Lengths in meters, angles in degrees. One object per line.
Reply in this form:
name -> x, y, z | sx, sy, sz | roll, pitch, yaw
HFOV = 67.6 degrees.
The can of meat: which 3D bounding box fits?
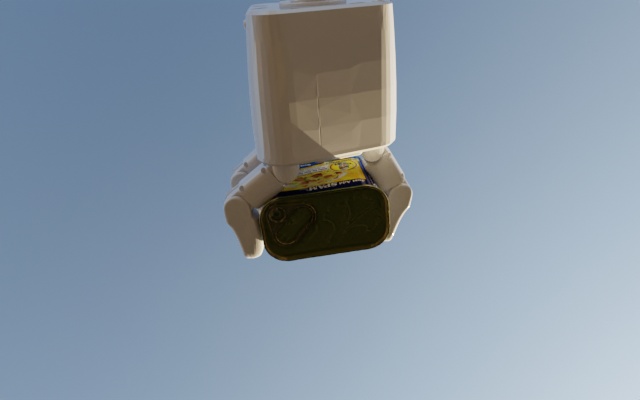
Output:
can of meat -> 0.000, 0.001, 0.411 | 0.102, 0.057, 0.084 | -9, 26, -2
